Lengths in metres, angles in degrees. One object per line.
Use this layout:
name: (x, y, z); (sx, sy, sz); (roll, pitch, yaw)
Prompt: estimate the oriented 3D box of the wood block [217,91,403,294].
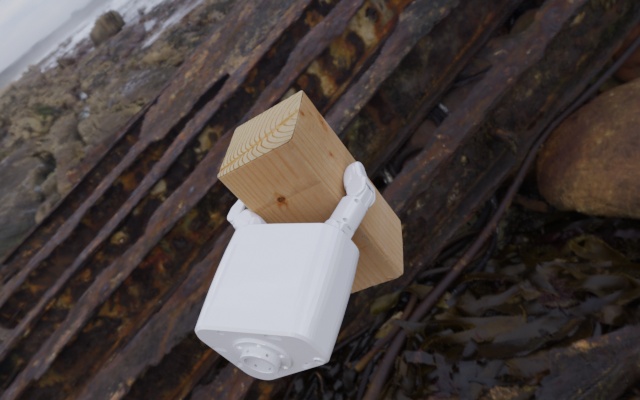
wood block: (0.000, 0.002, 0.513); (0.091, 0.090, 0.206); (-24, -55, 25)
